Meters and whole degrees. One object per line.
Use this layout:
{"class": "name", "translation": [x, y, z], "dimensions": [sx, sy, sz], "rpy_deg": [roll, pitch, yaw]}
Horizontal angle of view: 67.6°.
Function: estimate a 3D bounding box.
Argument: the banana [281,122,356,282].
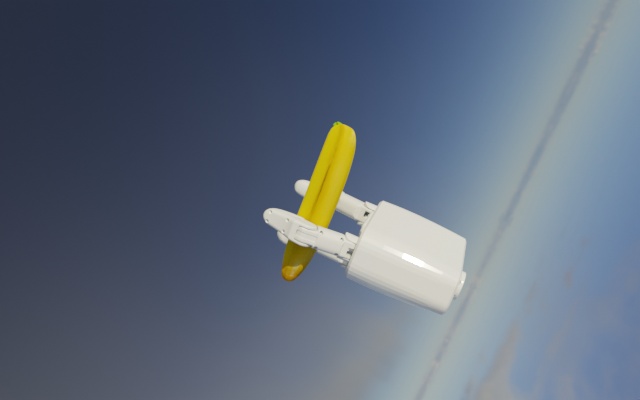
{"class": "banana", "translation": [0.002, -0.005, 0.521], "dimensions": [0.037, 0.197, 0.070], "rpy_deg": [20, -13, 1]}
